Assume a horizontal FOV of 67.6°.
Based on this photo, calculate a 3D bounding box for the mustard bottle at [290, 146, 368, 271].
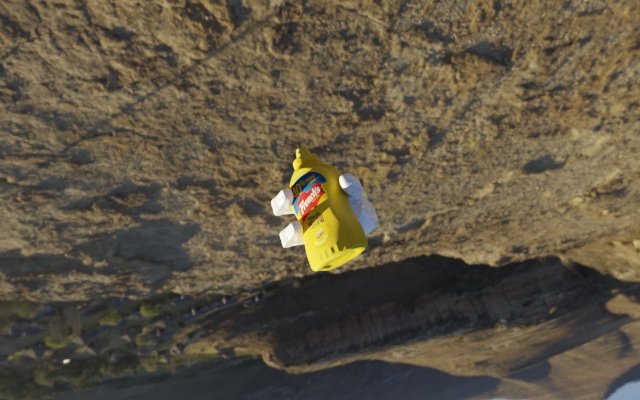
[{"bbox_3d":[0.000,0.003,0.724,0.058,0.191,0.096,4,-31,-45],"label":"mustard bottle"}]
